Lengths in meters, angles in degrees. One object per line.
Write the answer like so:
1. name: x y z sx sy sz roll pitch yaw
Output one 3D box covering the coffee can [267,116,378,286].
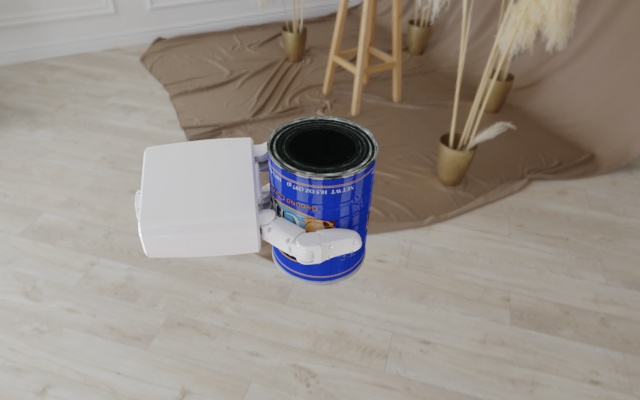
1. coffee can: 0.000 0.002 0.481 0.103 0.140 0.102 1 40 -1
